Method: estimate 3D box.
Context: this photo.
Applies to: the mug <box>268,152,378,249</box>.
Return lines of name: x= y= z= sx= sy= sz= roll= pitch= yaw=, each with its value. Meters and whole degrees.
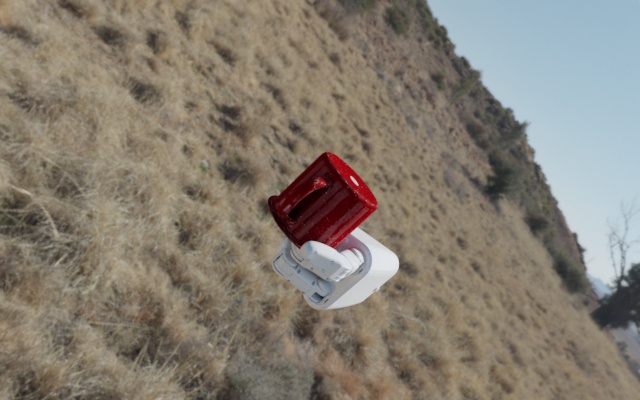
mug: x=0.000 y=0.001 z=0.491 sx=0.081 sy=0.093 sz=0.117 roll=-43 pitch=-25 yaw=15
